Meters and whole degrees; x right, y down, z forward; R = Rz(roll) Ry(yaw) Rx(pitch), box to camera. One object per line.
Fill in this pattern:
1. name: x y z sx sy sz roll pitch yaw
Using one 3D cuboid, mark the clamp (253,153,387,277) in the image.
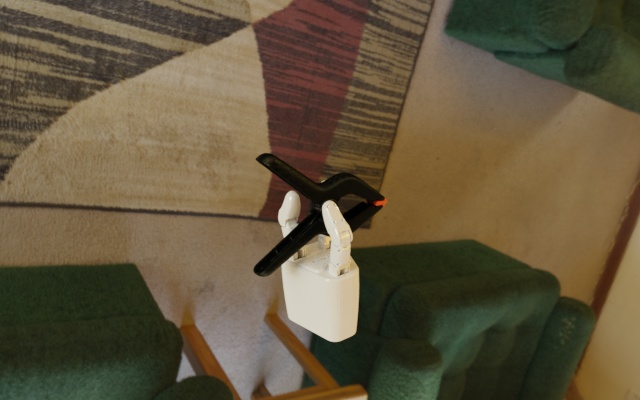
1. clamp: 0.001 0.002 0.646 0.210 0.165 0.036 -15 26 -29
